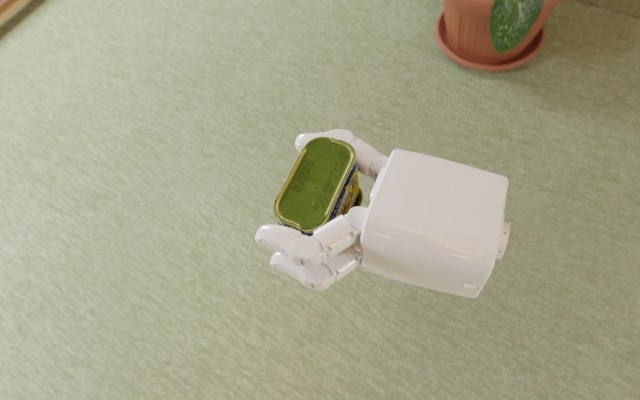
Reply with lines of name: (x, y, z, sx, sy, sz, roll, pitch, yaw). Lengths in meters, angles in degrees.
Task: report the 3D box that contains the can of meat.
can of meat: (0.000, 0.001, 0.456, 0.057, 0.102, 0.084, 18, -24, 16)
